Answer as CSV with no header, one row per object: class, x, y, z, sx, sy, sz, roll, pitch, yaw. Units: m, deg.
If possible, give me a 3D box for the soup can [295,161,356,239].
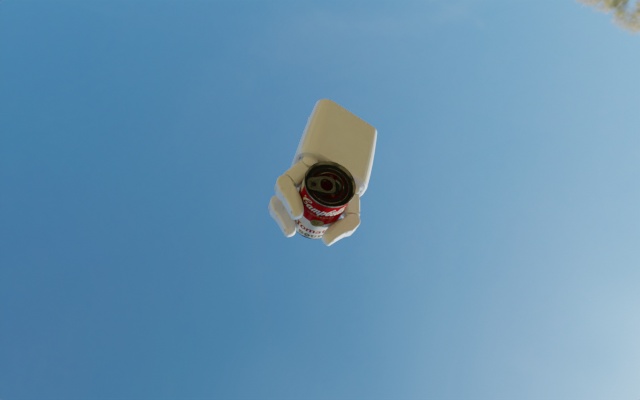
soup can,0.000,0.003,0.646,0.068,0.068,0.102,0,-28,-16
